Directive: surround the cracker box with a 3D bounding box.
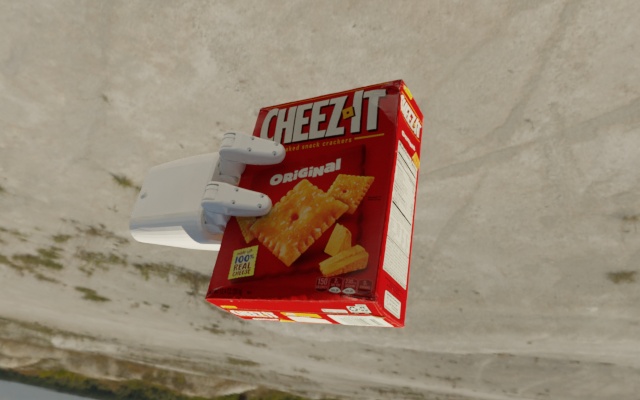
[{"bbox_3d":[0.000,0.002,0.443,0.164,0.213,0.072,-5,-30,29],"label":"cracker box"}]
